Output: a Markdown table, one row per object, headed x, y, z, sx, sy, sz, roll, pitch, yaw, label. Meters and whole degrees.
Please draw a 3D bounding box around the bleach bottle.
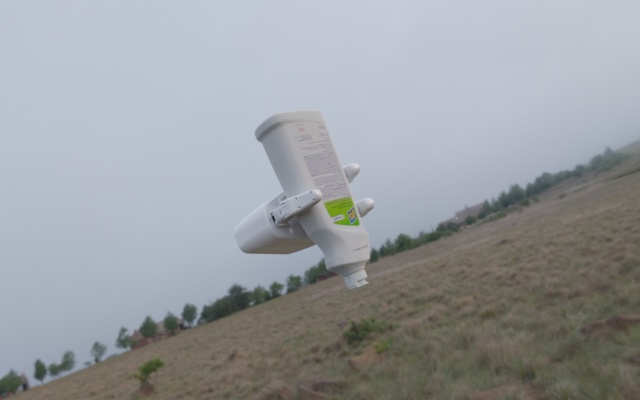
| x | y | z | sx | sy | sz | roll | pitch | yaw | label |
| --- | --- | --- | --- | --- | --- | --- | --- | --- | --- |
| 0.000 | 0.002 | 0.655 | 0.102 | 0.251 | 0.068 | -14 | -11 | -41 | bleach bottle |
